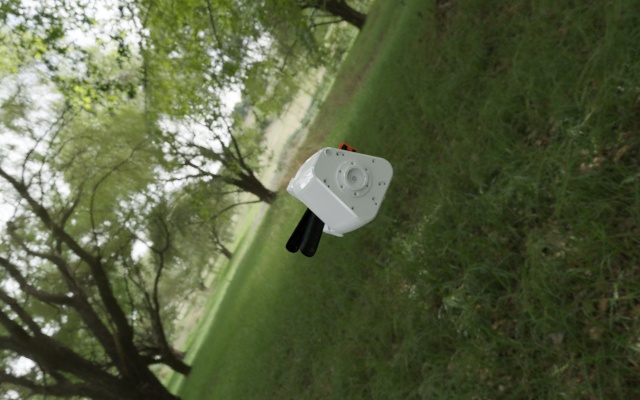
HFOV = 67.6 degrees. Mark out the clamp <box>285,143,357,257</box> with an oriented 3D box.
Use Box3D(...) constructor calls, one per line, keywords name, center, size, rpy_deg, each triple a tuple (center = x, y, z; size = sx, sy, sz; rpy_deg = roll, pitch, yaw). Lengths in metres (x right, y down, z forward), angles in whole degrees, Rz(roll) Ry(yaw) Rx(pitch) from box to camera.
Box3D(name="clamp", center=(0.000, 0.002, 0.802), size=(0.036, 0.210, 0.164), rpy_deg=(28, -16, -11))
